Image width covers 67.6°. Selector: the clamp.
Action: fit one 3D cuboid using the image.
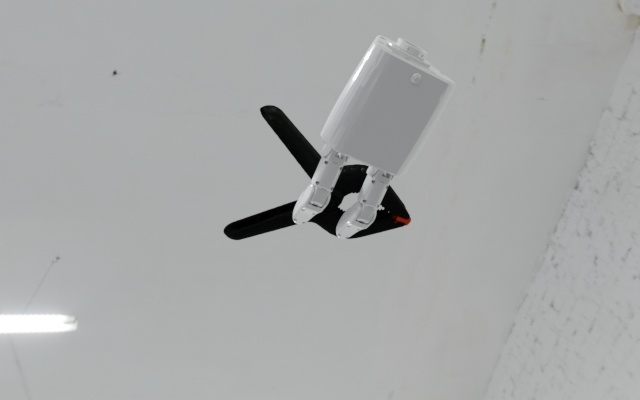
[{"bbox_3d":[0.001,0.001,0.544,0.210,0.165,0.036,20,27,-18],"label":"clamp"}]
